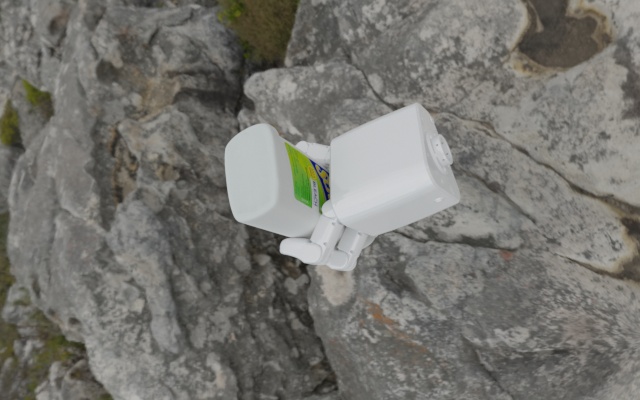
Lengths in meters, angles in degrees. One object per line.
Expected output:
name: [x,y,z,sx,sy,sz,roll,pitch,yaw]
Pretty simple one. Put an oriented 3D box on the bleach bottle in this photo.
bleach bottle: [0.000,0.002,0.564,0.068,0.102,0.251,-23,-25,28]
